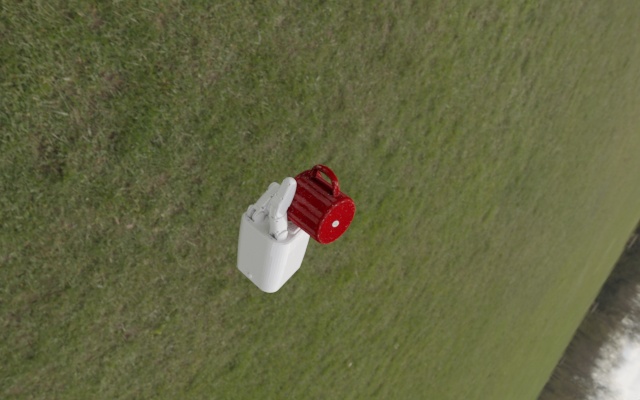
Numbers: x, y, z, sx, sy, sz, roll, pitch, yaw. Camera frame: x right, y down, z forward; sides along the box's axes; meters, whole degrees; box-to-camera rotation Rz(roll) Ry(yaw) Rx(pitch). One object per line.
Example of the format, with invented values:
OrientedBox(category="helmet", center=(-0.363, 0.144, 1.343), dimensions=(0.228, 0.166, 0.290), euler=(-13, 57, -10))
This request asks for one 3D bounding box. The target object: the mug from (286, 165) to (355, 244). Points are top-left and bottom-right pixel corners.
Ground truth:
OrientedBox(category="mug", center=(0.001, 0.001, 0.713), dimensions=(0.093, 0.117, 0.081), euler=(-20, 45, -42))
